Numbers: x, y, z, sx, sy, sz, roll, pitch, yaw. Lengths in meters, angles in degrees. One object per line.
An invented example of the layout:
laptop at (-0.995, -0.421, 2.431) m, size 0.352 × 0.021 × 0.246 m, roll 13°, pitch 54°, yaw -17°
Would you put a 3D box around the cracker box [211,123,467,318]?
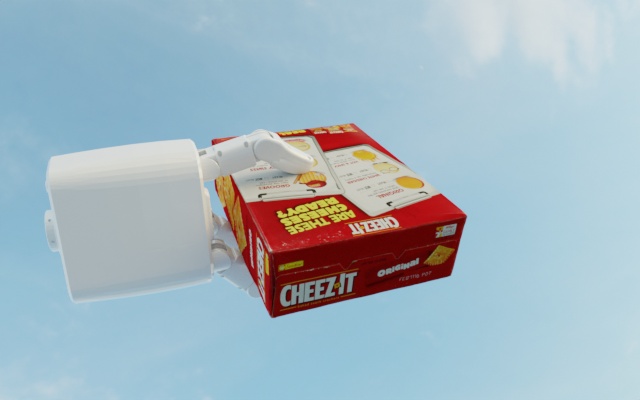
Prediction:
cracker box at (0.000, 0.001, 0.445) m, size 0.164 × 0.072 × 0.213 m, roll -9°, pitch 32°, yaw -20°
